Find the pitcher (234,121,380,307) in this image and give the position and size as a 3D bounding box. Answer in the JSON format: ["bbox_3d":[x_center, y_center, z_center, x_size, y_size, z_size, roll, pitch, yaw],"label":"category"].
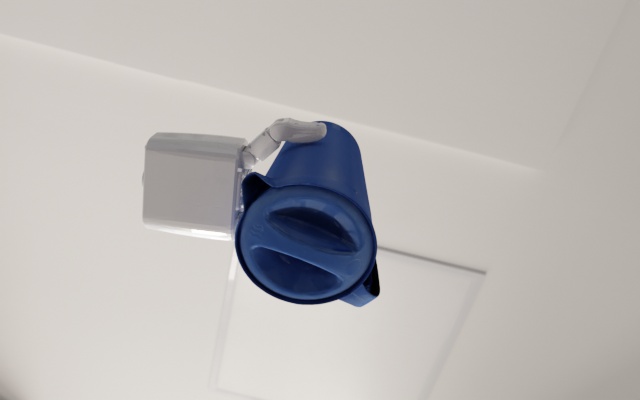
[{"bbox_3d":[0.000,0.002,0.546,0.145,0.149,0.242,5,27,2],"label":"pitcher"}]
